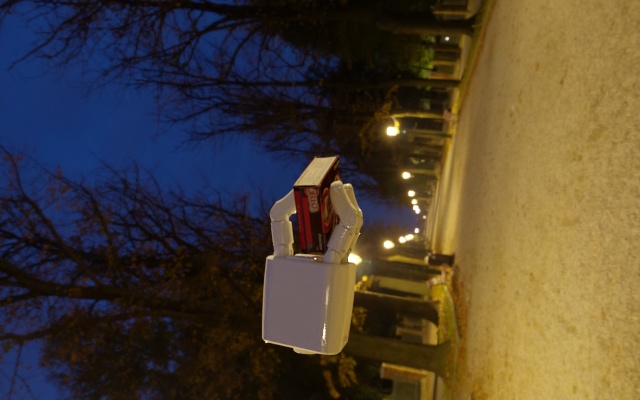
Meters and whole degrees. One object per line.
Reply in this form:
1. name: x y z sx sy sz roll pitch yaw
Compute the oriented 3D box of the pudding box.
1. pudding box: 0.000 0.002 0.607 0.039 0.090 0.113 1 24 12
